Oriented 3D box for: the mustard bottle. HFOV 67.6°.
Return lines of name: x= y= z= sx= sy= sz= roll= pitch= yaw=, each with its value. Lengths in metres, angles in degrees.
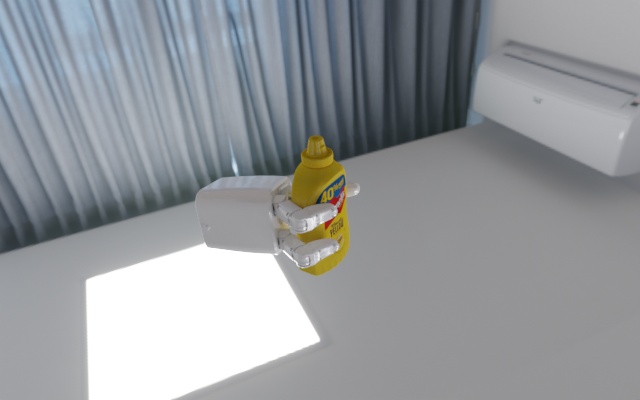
mustard bottle: x=0.000 y=0.002 z=0.649 sx=0.058 sy=0.192 sz=0.096 roll=17 pitch=38 yaw=31
